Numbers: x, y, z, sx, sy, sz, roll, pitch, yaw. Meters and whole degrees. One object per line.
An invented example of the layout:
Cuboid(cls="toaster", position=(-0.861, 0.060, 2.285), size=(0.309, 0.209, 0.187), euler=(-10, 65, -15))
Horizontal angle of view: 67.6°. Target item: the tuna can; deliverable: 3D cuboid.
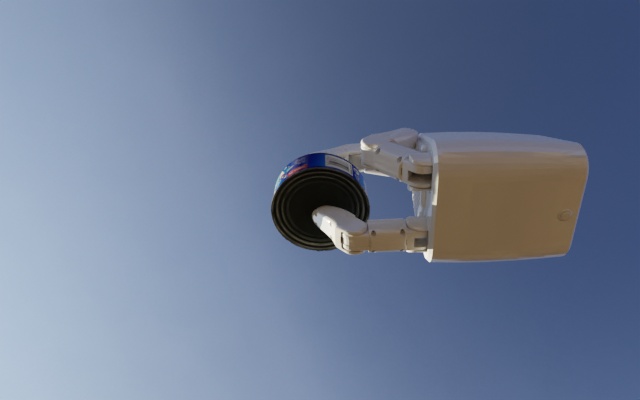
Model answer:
Cuboid(cls="tuna can", position=(0.000, 0.001, 0.426), size=(0.086, 0.086, 0.033), euler=(0, 32, 1))
